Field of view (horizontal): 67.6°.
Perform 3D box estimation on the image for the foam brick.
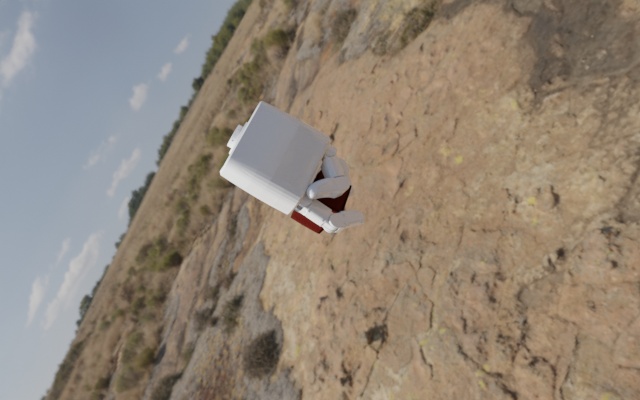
[{"bbox_3d":[0.000,0.002,0.684,0.051,0.053,0.078,29,-35,-11],"label":"foam brick"}]
